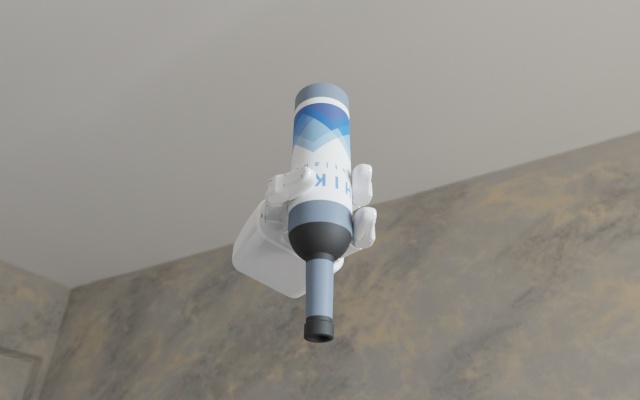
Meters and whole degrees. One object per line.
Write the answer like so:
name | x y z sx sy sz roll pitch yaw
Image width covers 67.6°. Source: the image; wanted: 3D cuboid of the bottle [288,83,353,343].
bottle | 0.000 0.001 0.511 0.069 0.295 0.069 1 -33 0
